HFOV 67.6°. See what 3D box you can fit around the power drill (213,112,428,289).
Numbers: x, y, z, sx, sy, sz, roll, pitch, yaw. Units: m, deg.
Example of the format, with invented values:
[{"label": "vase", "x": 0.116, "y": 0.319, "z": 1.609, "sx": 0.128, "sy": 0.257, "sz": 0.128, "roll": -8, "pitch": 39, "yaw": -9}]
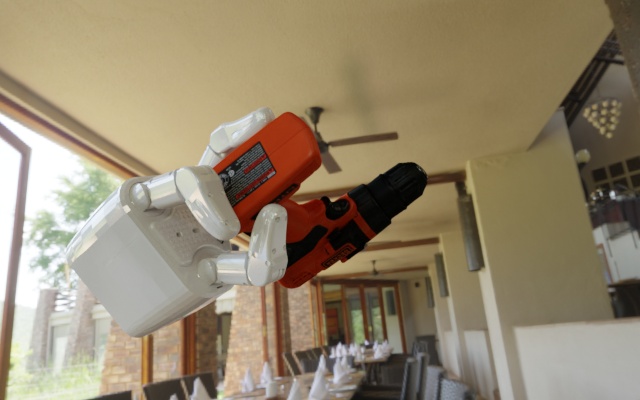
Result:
[{"label": "power drill", "x": 0.000, "y": 0.001, "z": 0.423, "sx": 0.184, "sy": 0.057, "sz": 0.188, "roll": -38, "pitch": -33, "yaw": 8}]
